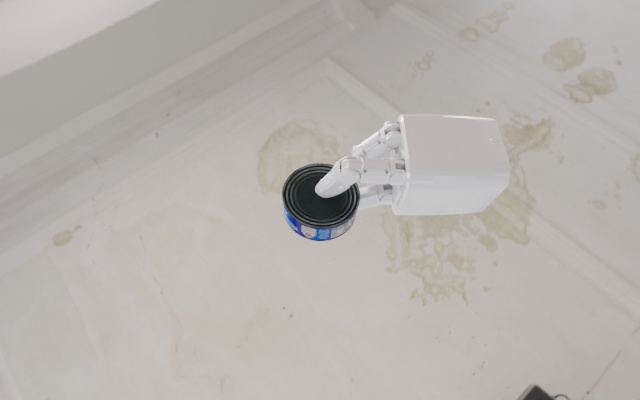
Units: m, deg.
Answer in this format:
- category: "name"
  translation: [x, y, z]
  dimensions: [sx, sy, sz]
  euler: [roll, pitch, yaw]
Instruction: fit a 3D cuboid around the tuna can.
- category: "tuna can"
  translation: [0.000, 0.002, 0.535]
  dimensions: [0.086, 0.086, 0.034]
  euler: [0, -34, -4]
